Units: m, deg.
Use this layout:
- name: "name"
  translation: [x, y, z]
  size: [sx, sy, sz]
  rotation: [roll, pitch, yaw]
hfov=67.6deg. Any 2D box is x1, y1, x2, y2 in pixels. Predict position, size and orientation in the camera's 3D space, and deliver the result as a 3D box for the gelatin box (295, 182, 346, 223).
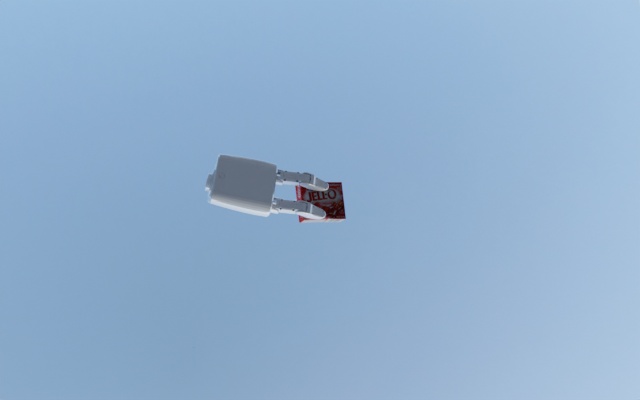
- name: "gelatin box"
  translation: [0.000, 0.003, 0.897]
  size: [0.089, 0.073, 0.030]
  rotation: [0, -15, -24]
